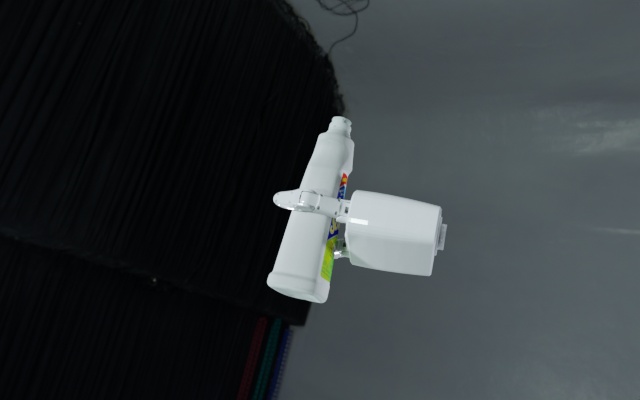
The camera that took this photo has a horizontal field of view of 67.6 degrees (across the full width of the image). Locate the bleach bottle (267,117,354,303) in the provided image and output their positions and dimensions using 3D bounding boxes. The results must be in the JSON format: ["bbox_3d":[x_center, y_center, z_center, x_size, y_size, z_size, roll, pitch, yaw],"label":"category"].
[{"bbox_3d":[0.000,0.002,0.632,0.068,0.250,0.103,9,-17,14],"label":"bleach bottle"}]
